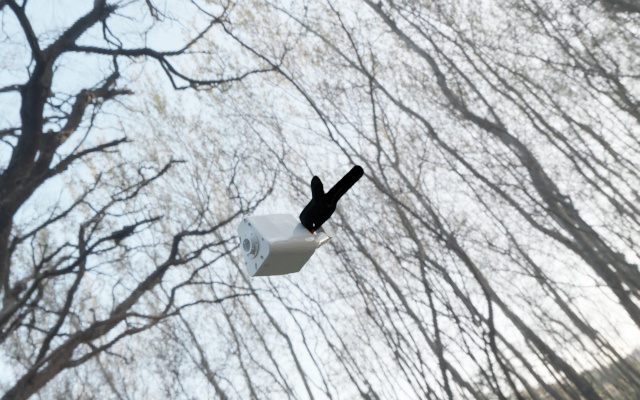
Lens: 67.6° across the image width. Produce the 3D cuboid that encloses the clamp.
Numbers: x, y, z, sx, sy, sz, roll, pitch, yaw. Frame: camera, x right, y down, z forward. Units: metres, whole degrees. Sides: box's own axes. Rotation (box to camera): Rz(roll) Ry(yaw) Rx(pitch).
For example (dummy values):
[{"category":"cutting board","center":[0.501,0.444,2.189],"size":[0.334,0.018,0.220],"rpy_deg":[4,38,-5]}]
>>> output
[{"category":"clamp","center":[0.000,0.003,0.879],"size":[0.120,0.171,0.039],"rpy_deg":[-3,47,-43]}]
